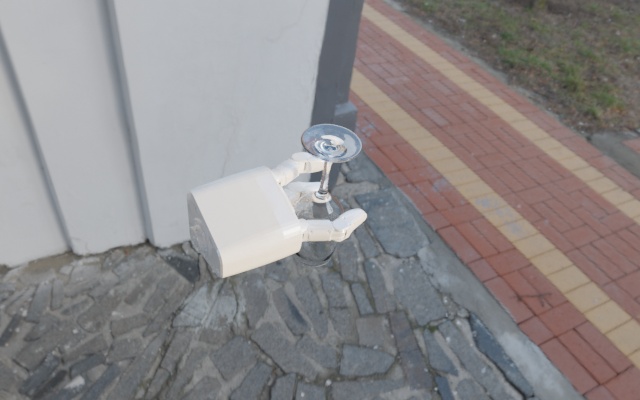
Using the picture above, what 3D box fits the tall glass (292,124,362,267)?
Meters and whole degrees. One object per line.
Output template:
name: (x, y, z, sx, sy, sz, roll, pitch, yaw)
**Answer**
tall glass: (0.000, 0.002, 0.637, 0.079, 0.201, 0.079, 5, 43, -5)
